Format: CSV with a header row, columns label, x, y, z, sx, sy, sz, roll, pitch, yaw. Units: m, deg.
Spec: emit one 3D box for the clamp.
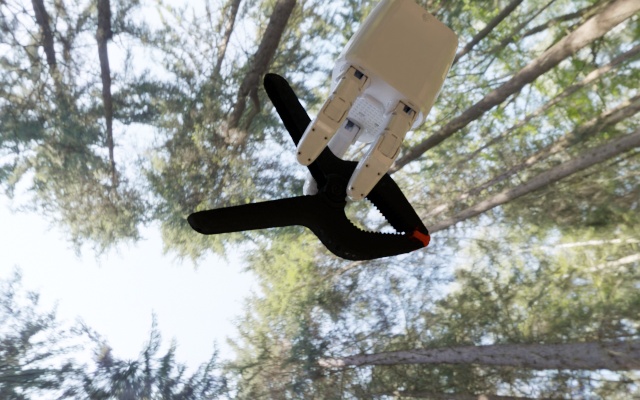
label,x,y,z,sx,sy,sz,roll,pitch,yaw
clamp,0.000,0.002,0.427,0.210,0.164,0.036,34,-23,-8
